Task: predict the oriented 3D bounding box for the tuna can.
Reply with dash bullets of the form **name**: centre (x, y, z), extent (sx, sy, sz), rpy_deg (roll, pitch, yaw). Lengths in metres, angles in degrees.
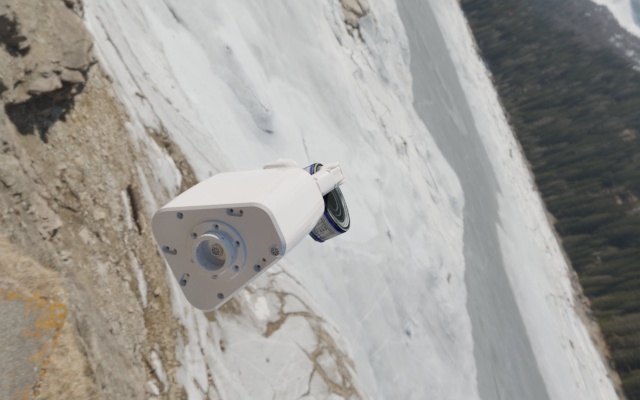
- **tuna can**: centre (0.001, 0.001, 0.533), extent (0.034, 0.086, 0.086), rpy_deg (-24, -8, 17)
